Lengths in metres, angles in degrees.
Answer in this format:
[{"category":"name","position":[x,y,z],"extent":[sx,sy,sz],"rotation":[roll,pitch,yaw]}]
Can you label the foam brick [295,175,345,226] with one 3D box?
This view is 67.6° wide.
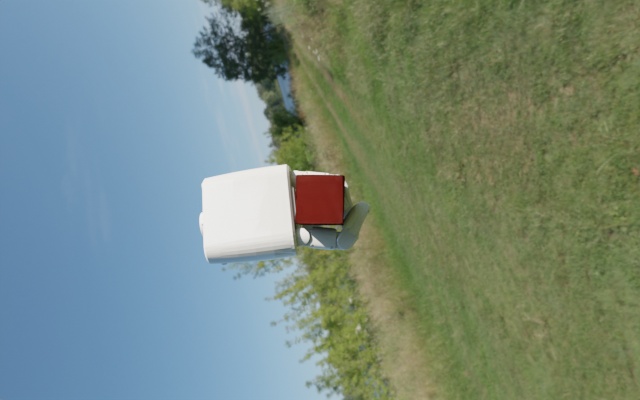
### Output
[{"category":"foam brick","position":[0.000,0.002,0.528],"extent":[0.051,0.053,0.078],"rotation":[2,-5,1]}]
